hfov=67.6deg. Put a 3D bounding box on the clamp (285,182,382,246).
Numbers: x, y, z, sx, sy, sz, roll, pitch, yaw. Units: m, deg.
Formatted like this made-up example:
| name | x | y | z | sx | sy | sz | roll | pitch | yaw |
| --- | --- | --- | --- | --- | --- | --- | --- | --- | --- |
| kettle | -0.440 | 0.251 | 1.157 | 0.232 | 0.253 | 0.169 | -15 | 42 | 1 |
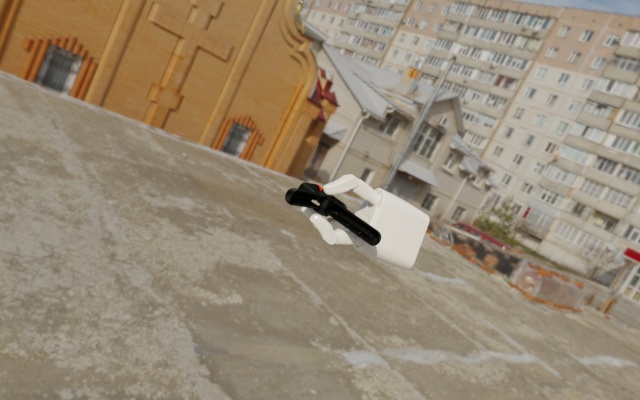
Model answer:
| name | x | y | z | sx | sy | sz | roll | pitch | yaw |
| --- | --- | --- | --- | --- | --- | --- | --- | --- | --- |
| clamp | 0.001 | 0.002 | 0.800 | 0.164 | 0.036 | 0.210 | 27 | 8 | -21 |
